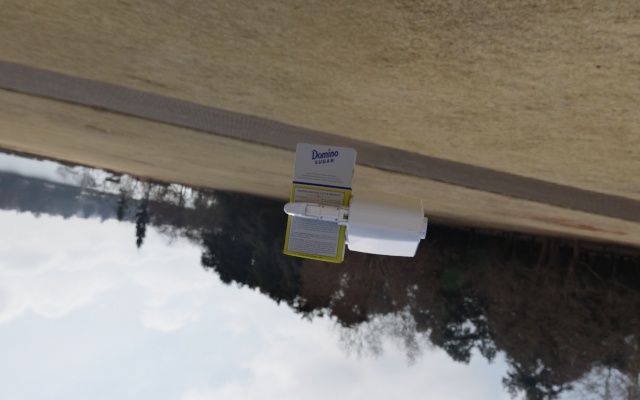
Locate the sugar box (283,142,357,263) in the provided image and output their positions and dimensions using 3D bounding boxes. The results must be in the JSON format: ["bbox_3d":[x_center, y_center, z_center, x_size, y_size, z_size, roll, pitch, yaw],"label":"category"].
[{"bbox_3d":[0.000,0.003,0.745,0.093,0.176,0.048,8,-4,8],"label":"sugar box"}]
